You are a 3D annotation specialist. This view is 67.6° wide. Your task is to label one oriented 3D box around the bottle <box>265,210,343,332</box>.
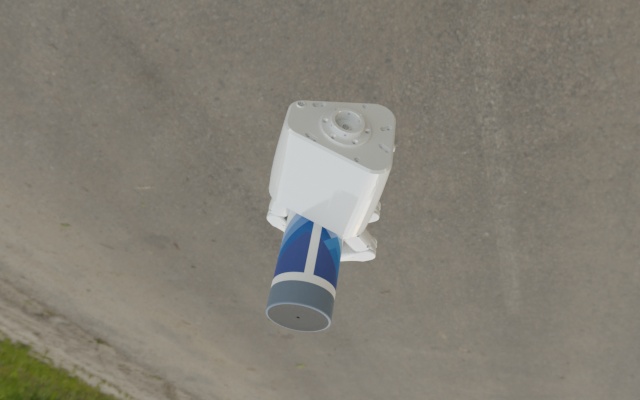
[{"bbox_3d":[0.000,0.002,0.562,0.069,0.295,0.069,7,-37,5],"label":"bottle"}]
